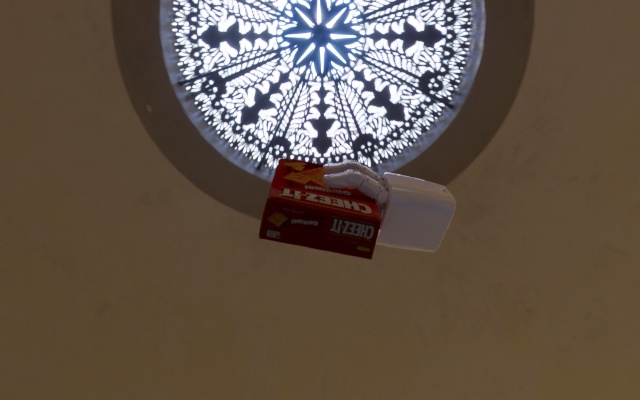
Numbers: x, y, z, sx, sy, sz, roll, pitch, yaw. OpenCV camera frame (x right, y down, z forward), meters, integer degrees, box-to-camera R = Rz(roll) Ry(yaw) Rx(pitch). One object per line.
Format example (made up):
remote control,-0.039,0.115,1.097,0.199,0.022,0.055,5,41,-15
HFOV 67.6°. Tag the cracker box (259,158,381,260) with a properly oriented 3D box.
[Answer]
cracker box,0.000,0.003,0.755,0.164,0.072,0.213,11,19,-4
